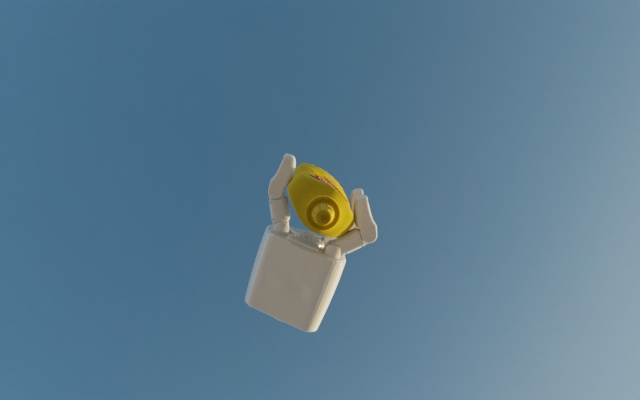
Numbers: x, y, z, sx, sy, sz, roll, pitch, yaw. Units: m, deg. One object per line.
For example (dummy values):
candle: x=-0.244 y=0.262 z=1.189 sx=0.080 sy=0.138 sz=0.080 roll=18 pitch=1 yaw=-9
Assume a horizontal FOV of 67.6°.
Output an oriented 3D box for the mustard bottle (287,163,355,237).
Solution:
mustard bottle: x=0.000 y=0.002 z=0.622 sx=0.096 sy=0.058 sz=0.191 roll=44 pitch=7 yaw=-9
